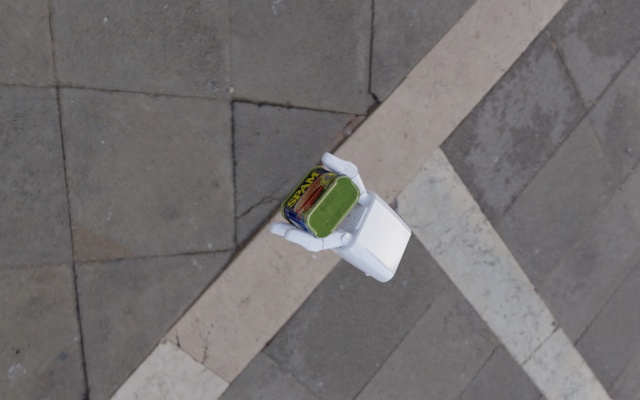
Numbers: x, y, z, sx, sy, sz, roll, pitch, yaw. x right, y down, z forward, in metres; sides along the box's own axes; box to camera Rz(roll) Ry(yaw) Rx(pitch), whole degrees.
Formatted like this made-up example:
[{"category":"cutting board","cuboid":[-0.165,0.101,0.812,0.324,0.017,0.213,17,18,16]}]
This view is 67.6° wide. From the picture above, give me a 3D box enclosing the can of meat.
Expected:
[{"category":"can of meat","cuboid":[0.000,0.002,0.716,0.057,0.102,0.084,45,-11,-29]}]
